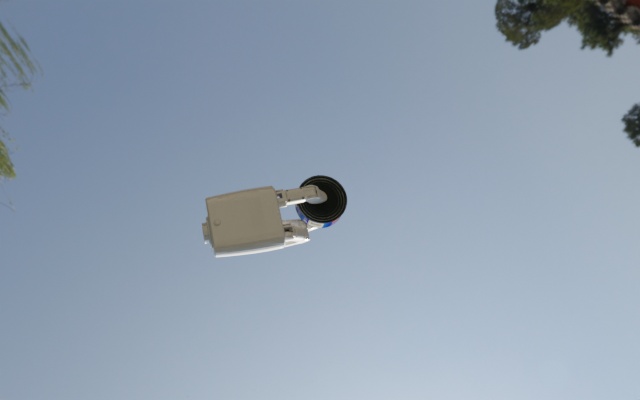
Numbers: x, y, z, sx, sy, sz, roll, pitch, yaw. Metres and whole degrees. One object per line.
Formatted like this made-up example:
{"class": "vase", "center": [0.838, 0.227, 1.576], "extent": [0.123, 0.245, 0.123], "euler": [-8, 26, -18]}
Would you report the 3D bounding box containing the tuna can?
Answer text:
{"class": "tuna can", "center": [0.000, 0.003, 0.808], "extent": [0.086, 0.086, 0.034], "euler": [0, -21, -10]}
